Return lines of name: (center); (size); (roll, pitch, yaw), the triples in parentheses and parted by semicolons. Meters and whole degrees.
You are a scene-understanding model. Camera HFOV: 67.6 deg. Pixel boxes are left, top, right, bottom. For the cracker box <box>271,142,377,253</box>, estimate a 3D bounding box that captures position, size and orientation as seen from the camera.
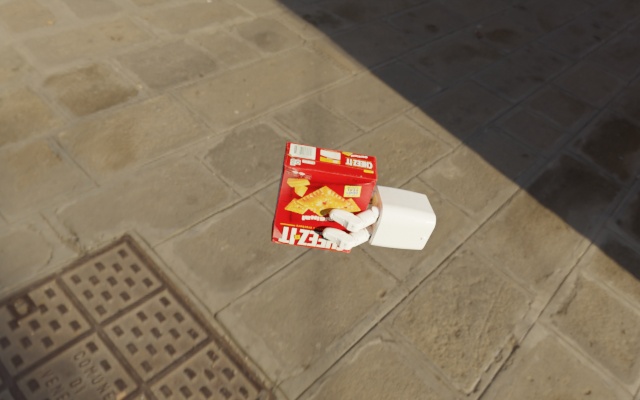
cracker box: (0.000, 0.003, 0.897); (0.164, 0.072, 0.214); (9, -45, -6)
